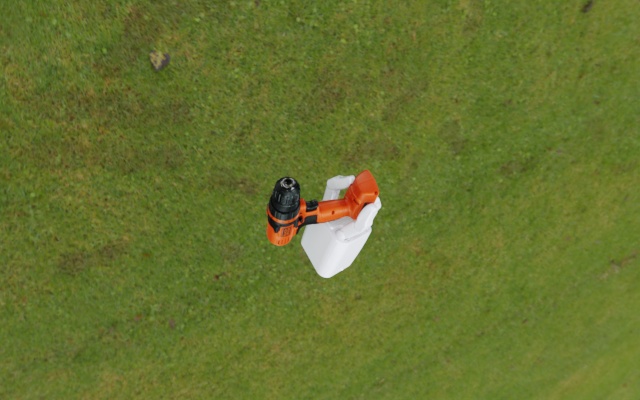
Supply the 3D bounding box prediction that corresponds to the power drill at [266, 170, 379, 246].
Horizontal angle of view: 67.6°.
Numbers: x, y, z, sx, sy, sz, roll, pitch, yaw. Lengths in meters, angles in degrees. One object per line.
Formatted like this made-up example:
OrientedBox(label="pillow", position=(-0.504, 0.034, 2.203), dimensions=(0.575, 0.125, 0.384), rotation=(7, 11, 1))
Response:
OrientedBox(label="power drill", position=(0.001, 0.003, 0.807), dimensions=(0.187, 0.057, 0.184), rotation=(-13, -25, -17))
